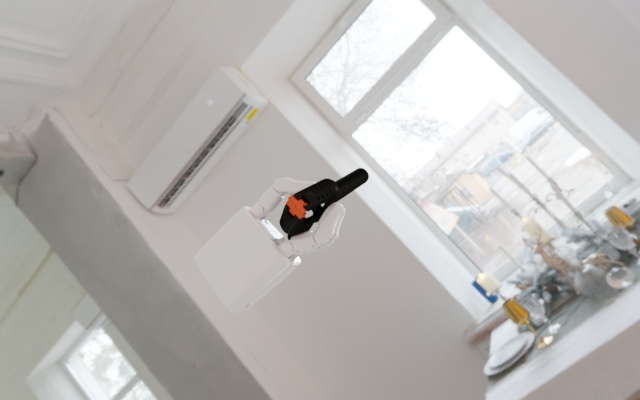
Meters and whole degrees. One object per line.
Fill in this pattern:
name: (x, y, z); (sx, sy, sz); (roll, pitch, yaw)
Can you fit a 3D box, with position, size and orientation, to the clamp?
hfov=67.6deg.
clamp: (-0.001, 0.002, 0.665); (0.164, 0.036, 0.210); (-43, -9, 2)
